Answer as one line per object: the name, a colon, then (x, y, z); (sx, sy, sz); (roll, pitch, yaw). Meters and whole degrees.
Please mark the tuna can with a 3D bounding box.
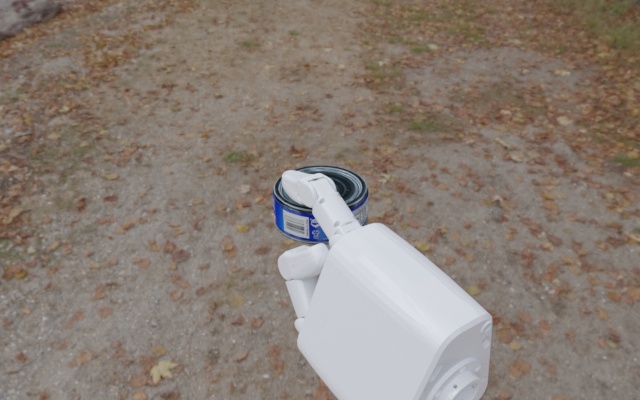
tuna can: (0.000, 0.001, 0.427); (0.086, 0.034, 0.086); (-1, 31, 0)
